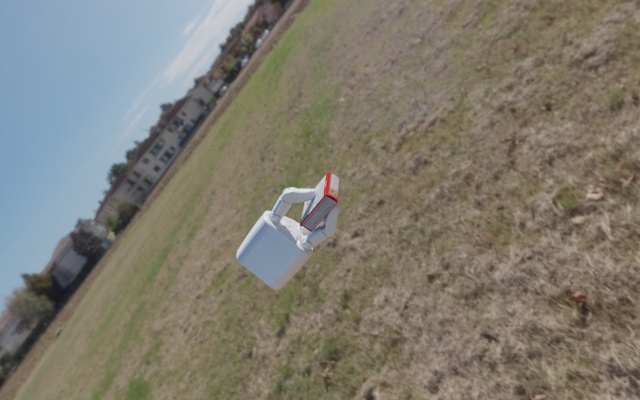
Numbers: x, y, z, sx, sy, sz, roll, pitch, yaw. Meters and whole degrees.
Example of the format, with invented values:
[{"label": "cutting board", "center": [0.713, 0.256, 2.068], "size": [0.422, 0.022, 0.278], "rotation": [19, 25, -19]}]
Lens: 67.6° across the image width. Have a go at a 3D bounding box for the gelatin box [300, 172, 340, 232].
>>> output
[{"label": "gelatin box", "center": [0.000, 0.002, 0.867], "size": [0.030, 0.089, 0.073], "rotation": [29, 34, -15]}]
